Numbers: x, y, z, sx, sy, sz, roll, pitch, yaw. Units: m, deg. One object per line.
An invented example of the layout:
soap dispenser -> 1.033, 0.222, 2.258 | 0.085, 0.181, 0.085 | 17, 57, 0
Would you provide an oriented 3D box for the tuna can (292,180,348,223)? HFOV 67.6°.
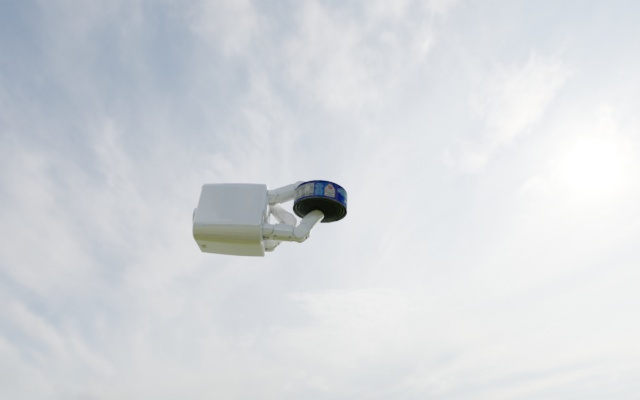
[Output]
tuna can -> 0.000, 0.002, 0.751 | 0.086, 0.033, 0.086 | 4, -28, 2
